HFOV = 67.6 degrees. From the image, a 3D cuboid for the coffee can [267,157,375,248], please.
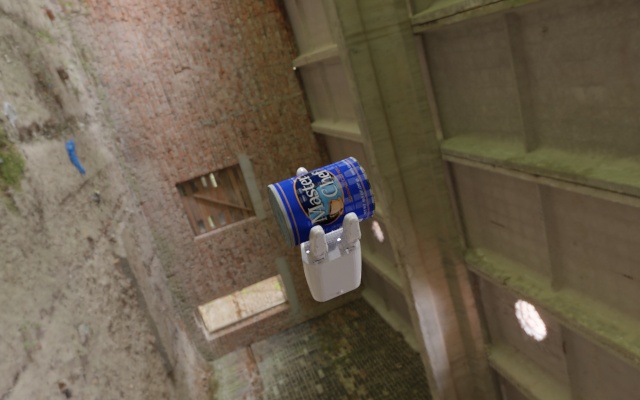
[{"bbox_3d":[0.000,0.002,0.745,0.140,0.103,0.103,-20,4,-12],"label":"coffee can"}]
